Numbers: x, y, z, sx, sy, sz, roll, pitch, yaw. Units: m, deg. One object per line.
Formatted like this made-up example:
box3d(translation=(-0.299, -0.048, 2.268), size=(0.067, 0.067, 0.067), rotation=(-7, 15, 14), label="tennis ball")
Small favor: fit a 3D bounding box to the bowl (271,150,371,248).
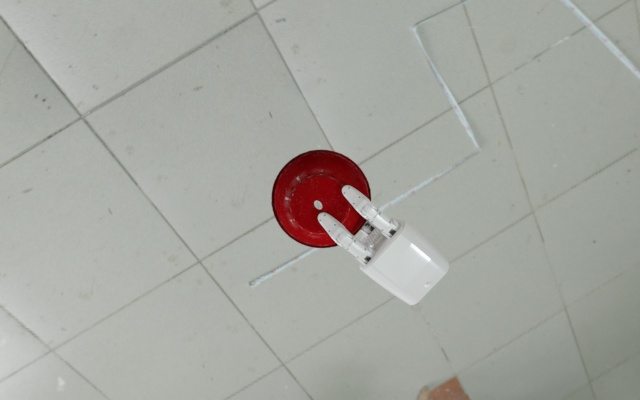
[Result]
box3d(translation=(-0.001, 0.002, 0.744), size=(0.162, 0.162, 0.055), rotation=(0, 9, 2), label="bowl")
